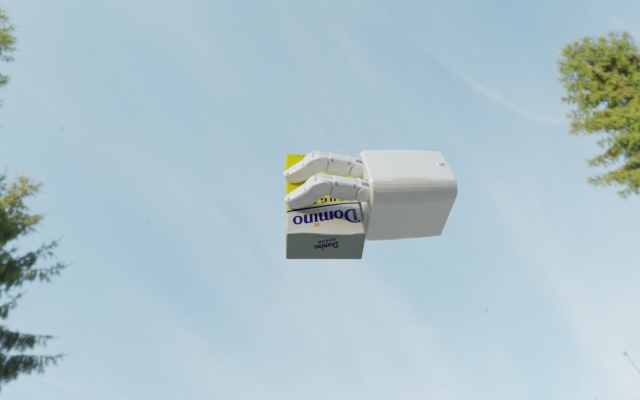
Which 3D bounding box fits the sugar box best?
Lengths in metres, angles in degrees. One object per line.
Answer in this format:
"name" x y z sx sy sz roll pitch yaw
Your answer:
"sugar box" 0.000 0.002 0.616 0.093 0.048 0.176 0 34 -6
